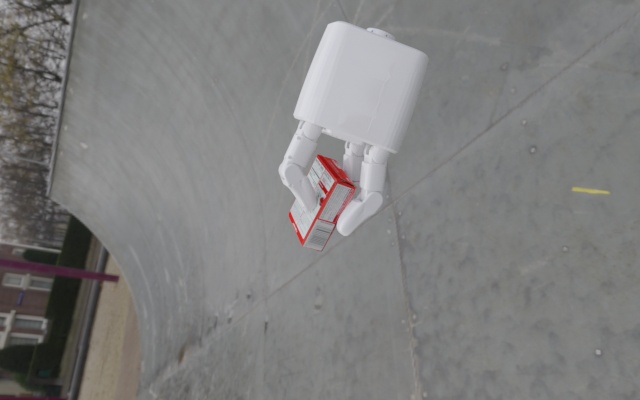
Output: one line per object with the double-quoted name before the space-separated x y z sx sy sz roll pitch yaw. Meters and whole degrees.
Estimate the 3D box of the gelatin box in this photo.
"gelatin box" 0.000 0.002 0.549 0.030 0.089 0.073 19 20 -26
